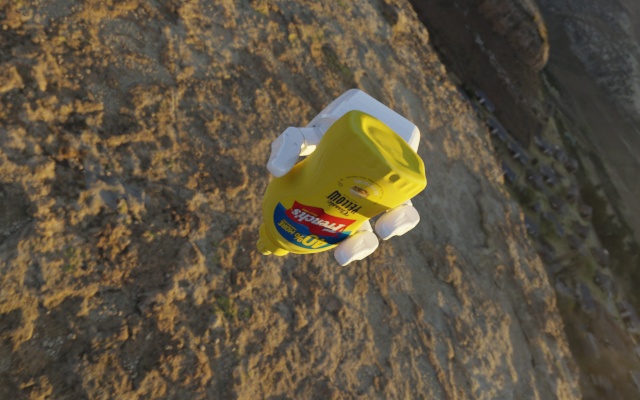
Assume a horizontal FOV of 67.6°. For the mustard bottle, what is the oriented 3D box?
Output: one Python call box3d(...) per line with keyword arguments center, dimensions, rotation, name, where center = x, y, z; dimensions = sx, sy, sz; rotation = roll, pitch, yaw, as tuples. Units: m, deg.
box3d(center=(0.000, 0.002, 0.462), dimensions=(0.096, 0.058, 0.192), rotation=(31, -50, -28), name="mustard bottle")
